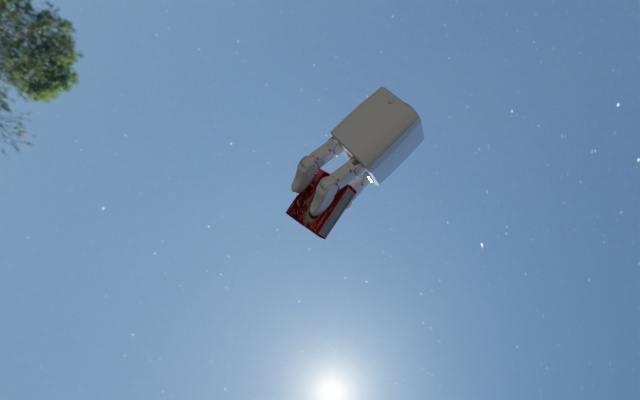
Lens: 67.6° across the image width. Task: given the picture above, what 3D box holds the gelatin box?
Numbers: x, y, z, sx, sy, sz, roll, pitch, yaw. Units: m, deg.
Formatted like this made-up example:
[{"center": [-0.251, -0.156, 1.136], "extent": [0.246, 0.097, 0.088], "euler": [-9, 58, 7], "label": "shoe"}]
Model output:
[{"center": [0.000, 0.003, 0.722], "extent": [0.073, 0.089, 0.030], "euler": [33, -2, 37], "label": "gelatin box"}]
